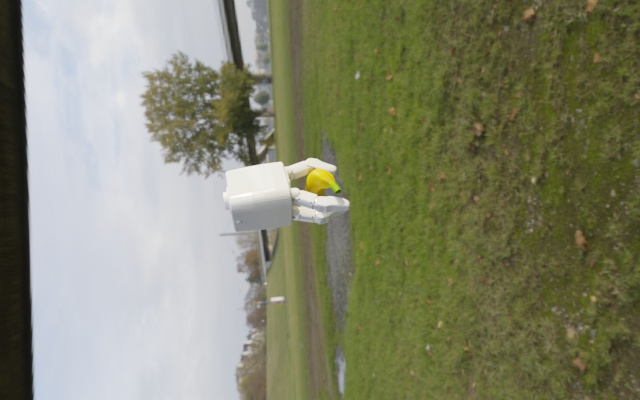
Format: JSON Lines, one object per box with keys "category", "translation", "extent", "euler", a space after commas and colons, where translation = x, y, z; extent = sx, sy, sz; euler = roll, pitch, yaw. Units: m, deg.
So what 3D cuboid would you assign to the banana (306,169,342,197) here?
{"category": "banana", "translation": [-0.005, -0.015, 0.900], "extent": [0.037, 0.069, 0.198], "euler": [-14, -13, -13]}
